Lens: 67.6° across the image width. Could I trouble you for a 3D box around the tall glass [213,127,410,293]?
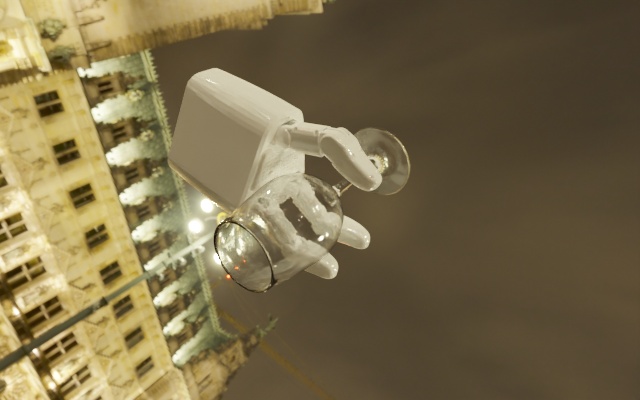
[{"bbox_3d":[0.001,0.001,0.423,0.079,0.079,0.201,0,25,40],"label":"tall glass"}]
